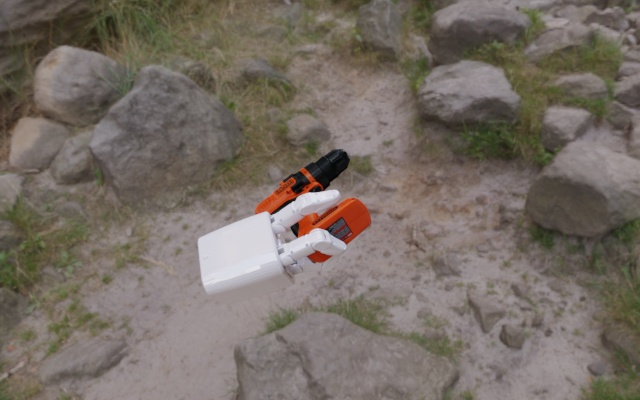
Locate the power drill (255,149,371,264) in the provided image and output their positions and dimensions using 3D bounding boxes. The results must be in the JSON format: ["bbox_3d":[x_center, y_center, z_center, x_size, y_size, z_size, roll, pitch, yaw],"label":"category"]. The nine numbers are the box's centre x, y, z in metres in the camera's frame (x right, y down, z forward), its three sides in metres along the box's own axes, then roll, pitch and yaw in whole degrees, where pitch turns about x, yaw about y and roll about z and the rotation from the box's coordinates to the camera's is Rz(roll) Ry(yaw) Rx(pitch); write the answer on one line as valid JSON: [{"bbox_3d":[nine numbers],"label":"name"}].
[{"bbox_3d":[0.000,0.003,0.731,0.184,0.057,0.187,-40,30,-5],"label":"power drill"}]
